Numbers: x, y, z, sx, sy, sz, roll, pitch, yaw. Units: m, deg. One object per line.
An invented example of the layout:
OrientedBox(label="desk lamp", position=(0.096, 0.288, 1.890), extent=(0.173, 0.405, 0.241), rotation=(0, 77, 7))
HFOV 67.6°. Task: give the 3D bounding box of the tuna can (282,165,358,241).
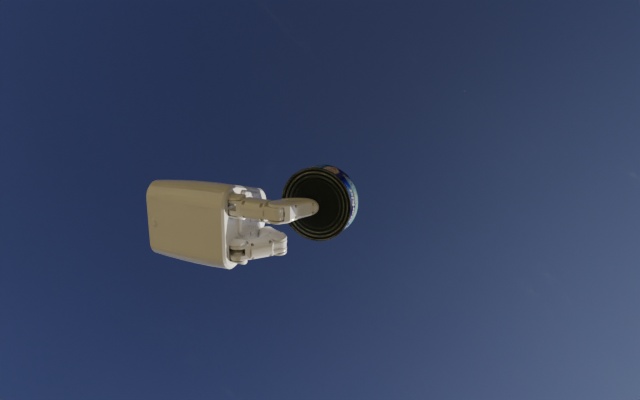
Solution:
OrientedBox(label="tuna can", position=(0.000, 0.002, 0.556), extent=(0.086, 0.086, 0.033), rotation=(0, 12, 22))
